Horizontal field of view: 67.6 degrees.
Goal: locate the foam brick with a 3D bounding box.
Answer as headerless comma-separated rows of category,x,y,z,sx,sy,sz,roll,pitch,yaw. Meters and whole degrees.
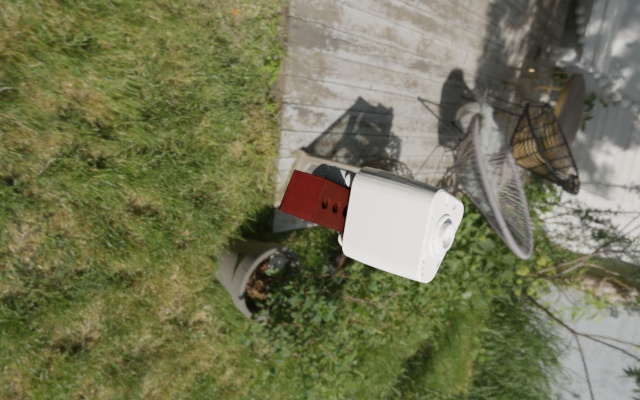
foam brick,0.000,0.002,0.570,0.051,0.053,0.078,19,-1,37
